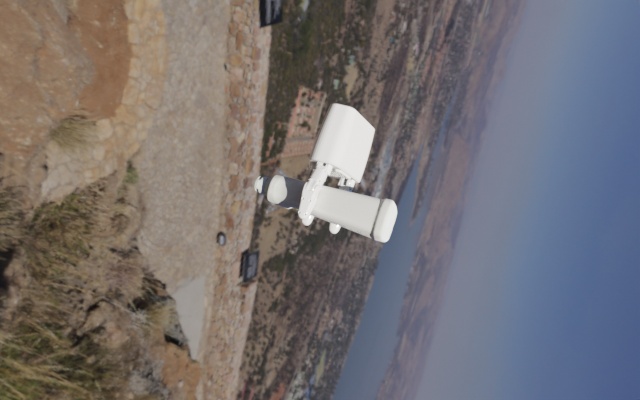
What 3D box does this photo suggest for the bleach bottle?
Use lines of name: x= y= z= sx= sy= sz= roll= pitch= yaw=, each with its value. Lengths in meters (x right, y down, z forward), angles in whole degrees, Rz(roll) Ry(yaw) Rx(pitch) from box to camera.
bleach bottle: x=0.000 y=0.003 z=0.817 sx=0.251 sy=0.068 sz=0.102 roll=17 pitch=-7 yaw=17
